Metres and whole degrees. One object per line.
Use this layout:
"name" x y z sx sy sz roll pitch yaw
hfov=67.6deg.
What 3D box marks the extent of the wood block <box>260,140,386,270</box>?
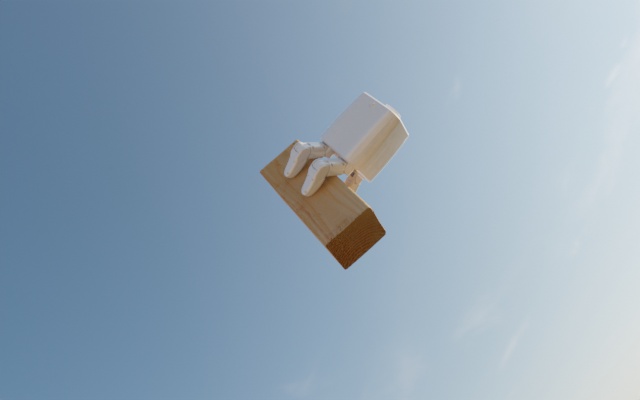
"wood block" 0.000 0.002 0.782 0.206 0.090 0.091 46 -4 40
